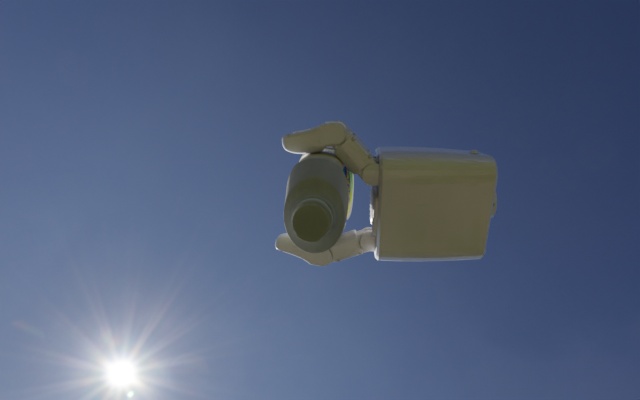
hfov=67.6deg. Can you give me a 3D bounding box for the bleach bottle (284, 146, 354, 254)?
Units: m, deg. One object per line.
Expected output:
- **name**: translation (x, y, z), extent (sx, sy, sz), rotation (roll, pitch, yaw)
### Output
- **bleach bottle**: translation (0.000, 0.001, 0.474), extent (0.068, 0.102, 0.250), rotation (2, 11, 3)
